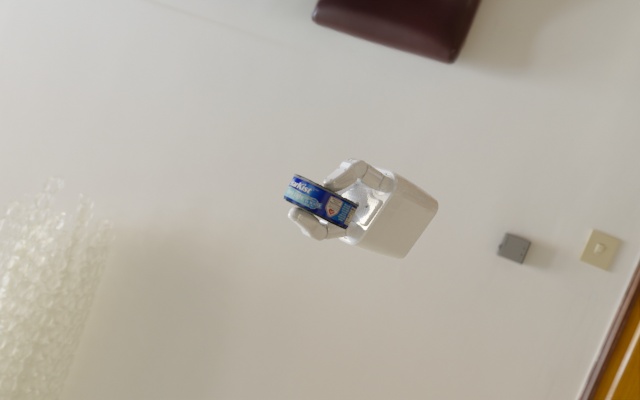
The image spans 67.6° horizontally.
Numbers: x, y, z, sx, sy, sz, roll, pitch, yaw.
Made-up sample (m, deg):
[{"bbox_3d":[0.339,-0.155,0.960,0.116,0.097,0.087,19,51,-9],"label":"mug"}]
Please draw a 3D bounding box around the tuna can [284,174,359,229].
[{"bbox_3d":[0.000,0.002,0.566,0.086,0.034,0.086,26,-1,0],"label":"tuna can"}]
